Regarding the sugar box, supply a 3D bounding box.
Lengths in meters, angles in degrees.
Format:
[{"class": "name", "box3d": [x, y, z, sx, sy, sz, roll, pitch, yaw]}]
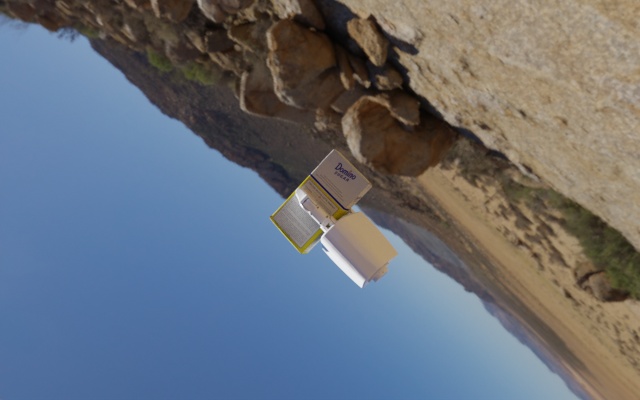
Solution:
[{"class": "sugar box", "box3d": [0.000, 0.003, 0.865, 0.176, 0.093, 0.048, -45, -14, 6]}]
